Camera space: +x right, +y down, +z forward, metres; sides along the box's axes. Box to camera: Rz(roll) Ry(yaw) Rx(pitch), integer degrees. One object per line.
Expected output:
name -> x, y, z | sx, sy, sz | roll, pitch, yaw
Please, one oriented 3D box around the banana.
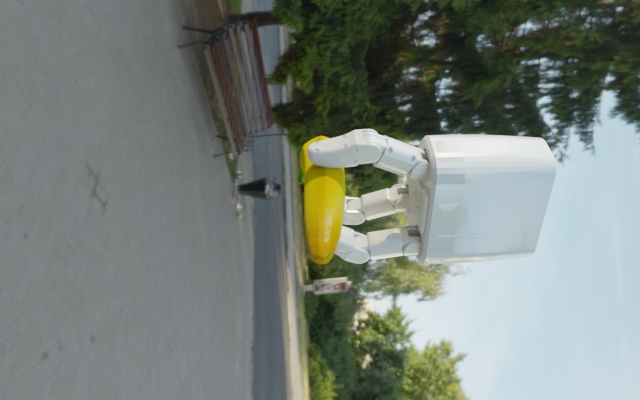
banana -> 0.001, -0.017, 0.436 | 0.037, 0.070, 0.197 | 3, 21, -5
